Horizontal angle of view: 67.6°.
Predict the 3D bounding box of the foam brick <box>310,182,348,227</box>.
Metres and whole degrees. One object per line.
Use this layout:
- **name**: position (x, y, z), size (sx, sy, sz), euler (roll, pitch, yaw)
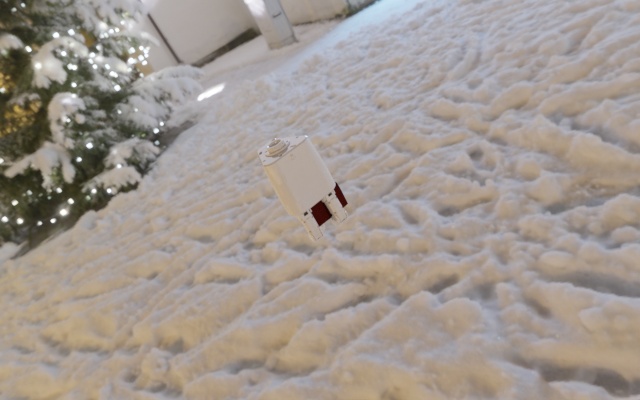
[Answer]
- **foam brick**: position (0.000, 0.003, 0.877), size (0.078, 0.051, 0.053), euler (-38, 30, -17)
